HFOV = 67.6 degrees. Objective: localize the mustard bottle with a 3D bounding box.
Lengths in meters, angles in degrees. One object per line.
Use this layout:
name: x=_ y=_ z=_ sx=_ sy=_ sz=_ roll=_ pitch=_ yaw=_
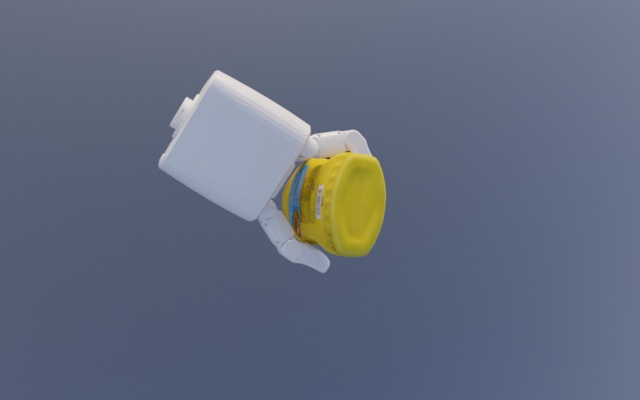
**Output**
mustard bottle: x=0.000 y=0.002 z=0.519 sx=0.058 sy=0.096 sz=0.191 roll=4 pitch=0 yaw=-22
